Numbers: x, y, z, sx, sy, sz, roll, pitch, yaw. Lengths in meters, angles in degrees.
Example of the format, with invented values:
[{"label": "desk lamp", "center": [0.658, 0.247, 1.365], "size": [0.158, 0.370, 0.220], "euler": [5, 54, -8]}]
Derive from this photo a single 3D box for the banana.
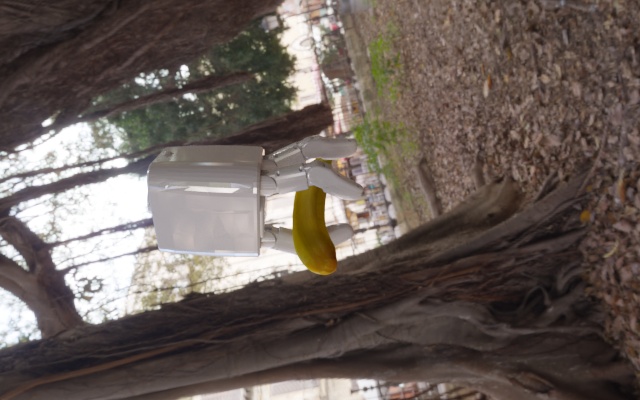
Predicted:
[{"label": "banana", "center": [-0.007, 0.012, 0.500], "size": [0.037, 0.070, 0.197], "euler": [16, 40, -13]}]
